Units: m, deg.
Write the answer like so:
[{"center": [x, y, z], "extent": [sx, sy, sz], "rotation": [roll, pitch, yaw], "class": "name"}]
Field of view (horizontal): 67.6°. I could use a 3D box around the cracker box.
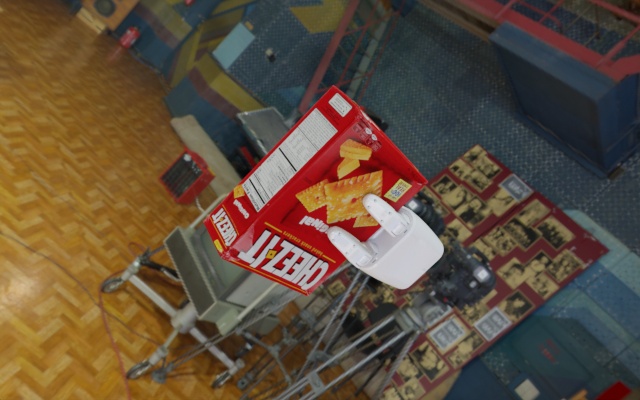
[{"center": [0.000, 0.002, 0.558], "extent": [0.164, 0.214, 0.072], "rotation": [36, 13, -46], "class": "cracker box"}]
